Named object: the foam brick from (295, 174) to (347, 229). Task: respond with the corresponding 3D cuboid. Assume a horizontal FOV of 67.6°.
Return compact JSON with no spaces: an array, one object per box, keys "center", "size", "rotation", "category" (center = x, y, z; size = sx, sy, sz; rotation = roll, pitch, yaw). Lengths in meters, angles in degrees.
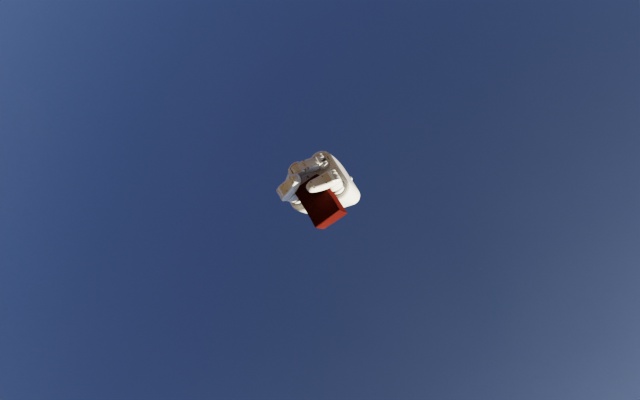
[{"center":[0.000,0.003,0.815],"size":[0.053,0.078,0.051],"rotation":[-34,-17,10],"category":"foam brick"}]
